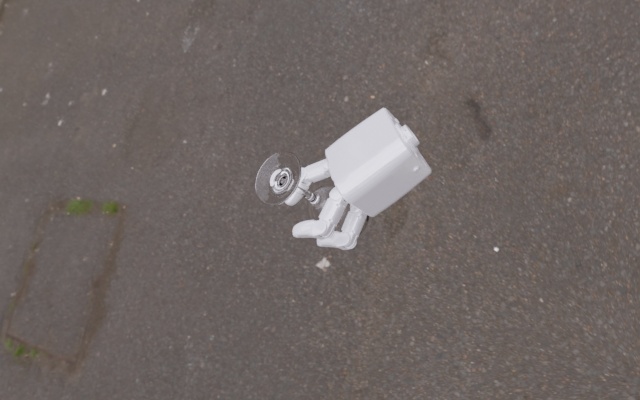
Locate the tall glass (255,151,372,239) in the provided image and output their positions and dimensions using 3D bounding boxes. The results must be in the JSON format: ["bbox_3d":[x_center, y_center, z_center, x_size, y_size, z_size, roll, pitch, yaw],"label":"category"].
[{"bbox_3d":[0.000,0.002,0.687,0.079,0.079,0.201,0,-18,35],"label":"tall glass"}]
